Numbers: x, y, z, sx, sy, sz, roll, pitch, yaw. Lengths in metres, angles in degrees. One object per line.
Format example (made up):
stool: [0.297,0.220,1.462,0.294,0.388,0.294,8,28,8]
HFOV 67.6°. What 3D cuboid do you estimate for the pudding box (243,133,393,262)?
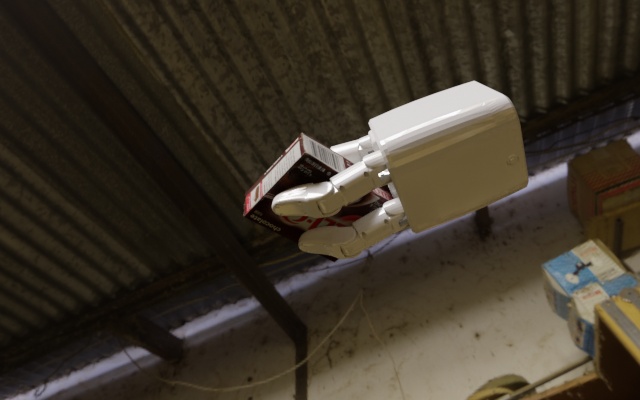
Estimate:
pudding box: [0.000,0.001,0.443,0.113,0.039,0.090,31,-59,-27]
